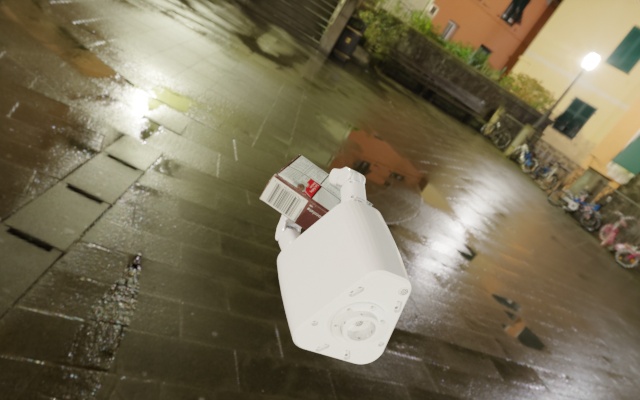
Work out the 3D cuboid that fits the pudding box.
[{"bbox_3d":[0.000,0.002,0.540,0.113,0.039,0.090,36,24,2],"label":"pudding box"}]
